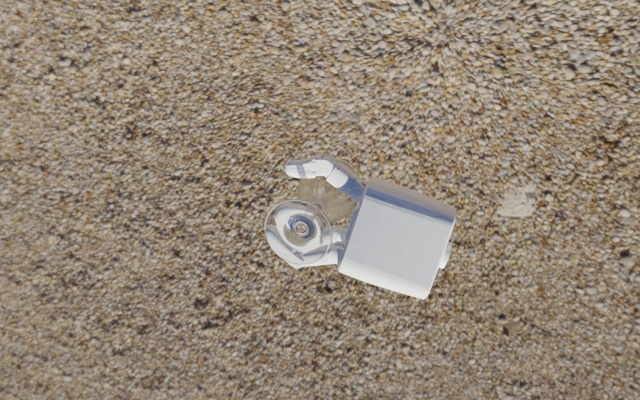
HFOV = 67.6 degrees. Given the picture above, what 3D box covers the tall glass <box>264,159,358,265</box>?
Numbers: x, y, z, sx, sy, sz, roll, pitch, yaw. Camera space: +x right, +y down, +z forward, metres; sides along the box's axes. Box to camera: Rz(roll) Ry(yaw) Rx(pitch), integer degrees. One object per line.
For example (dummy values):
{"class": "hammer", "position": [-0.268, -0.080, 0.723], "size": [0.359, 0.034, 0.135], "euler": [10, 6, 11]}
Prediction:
{"class": "tall glass", "position": [0.000, 0.002, 0.589], "size": [0.079, 0.079, 0.201], "euler": [0, 19, 14]}
